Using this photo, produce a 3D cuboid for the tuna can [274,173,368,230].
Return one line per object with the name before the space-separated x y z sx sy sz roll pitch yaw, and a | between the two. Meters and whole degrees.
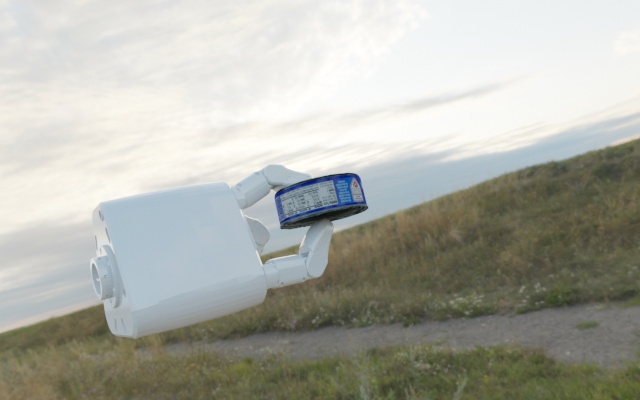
tuna can | 0.000 0.001 0.454 0.086 0.033 0.086 -13 -8 -2
